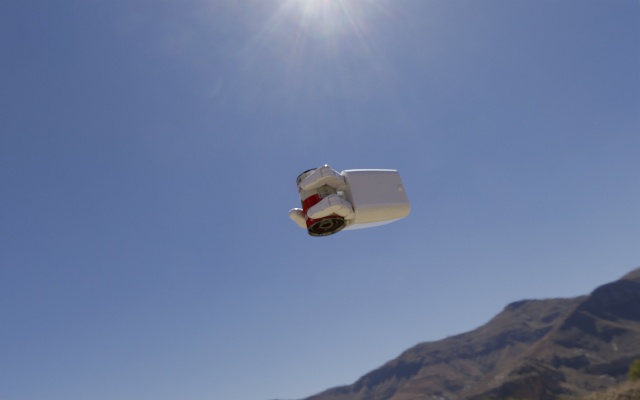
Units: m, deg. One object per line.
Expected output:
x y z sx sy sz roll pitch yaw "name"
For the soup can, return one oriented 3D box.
0.000 0.003 0.829 0.068 0.102 0.068 -12 -26 -6 "soup can"
